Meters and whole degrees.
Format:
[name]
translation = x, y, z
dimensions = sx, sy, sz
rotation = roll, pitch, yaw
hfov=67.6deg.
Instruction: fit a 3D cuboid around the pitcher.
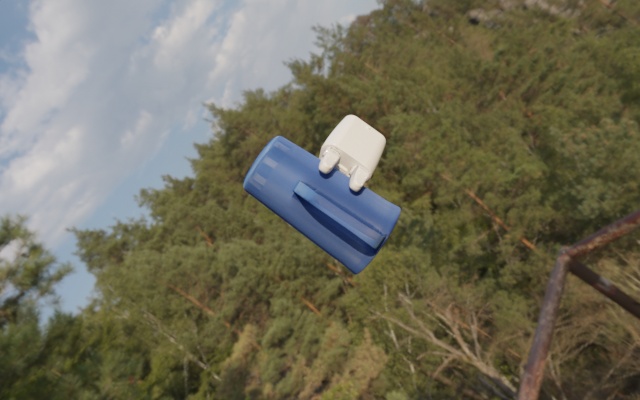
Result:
[pitcher]
translation = 0.000, 0.002, 0.775
dimensions = 0.243, 0.145, 0.149
rotation = 34, -43, -3
